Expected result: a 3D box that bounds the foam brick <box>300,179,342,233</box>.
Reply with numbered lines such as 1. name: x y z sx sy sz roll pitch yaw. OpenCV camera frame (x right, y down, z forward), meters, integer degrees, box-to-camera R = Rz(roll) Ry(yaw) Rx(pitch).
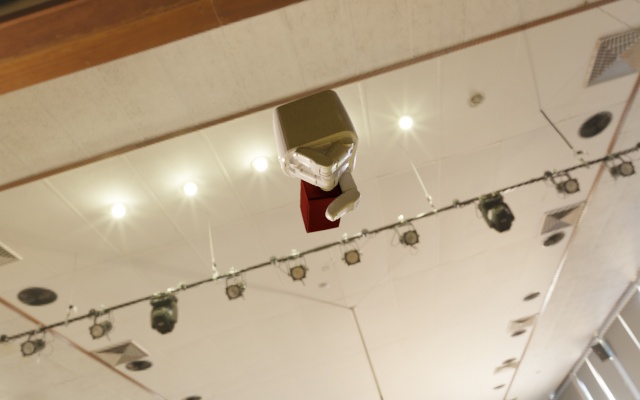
1. foam brick: 0.000 0.003 0.709 0.053 0.051 0.078 -8 -39 -11
